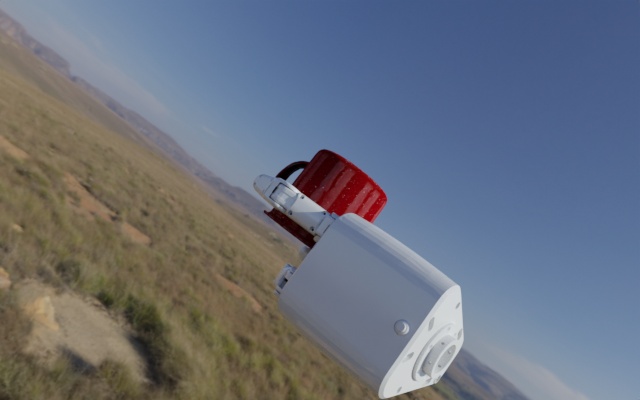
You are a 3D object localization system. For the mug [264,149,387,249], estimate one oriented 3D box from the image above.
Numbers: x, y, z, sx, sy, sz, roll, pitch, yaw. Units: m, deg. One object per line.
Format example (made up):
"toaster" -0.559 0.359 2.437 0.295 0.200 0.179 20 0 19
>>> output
"mug" -0.001 0.001 0.454 0.117 0.081 0.093 34 -6 36
